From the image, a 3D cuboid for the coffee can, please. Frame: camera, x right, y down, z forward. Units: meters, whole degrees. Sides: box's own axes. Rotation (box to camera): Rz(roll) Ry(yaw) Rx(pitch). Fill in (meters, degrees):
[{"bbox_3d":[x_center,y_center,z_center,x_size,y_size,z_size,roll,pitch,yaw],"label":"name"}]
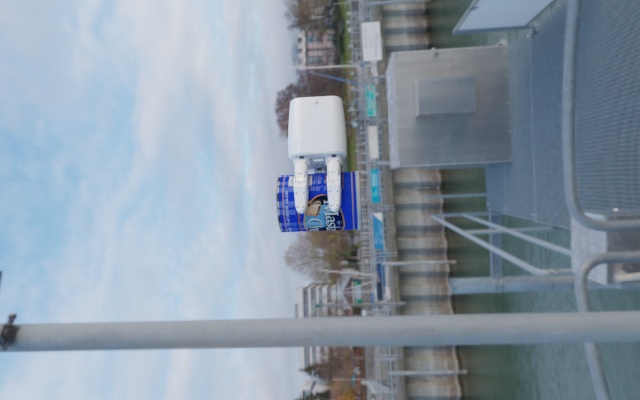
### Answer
[{"bbox_3d":[0.000,0.003,0.835,0.140,0.103,0.103,-2,0,4],"label":"coffee can"}]
